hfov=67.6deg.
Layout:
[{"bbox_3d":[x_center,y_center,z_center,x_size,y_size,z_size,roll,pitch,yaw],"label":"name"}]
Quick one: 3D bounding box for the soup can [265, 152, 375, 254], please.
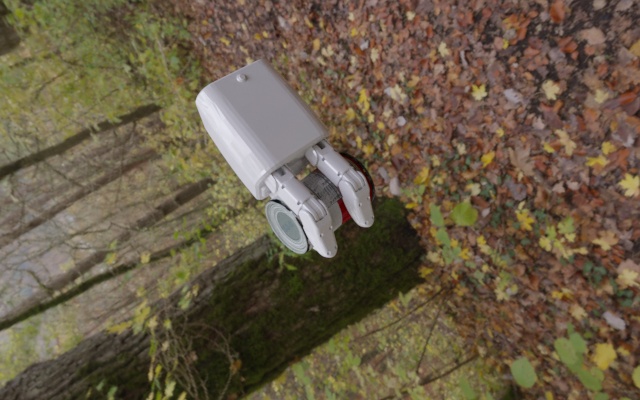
[{"bbox_3d":[0.000,0.002,0.512,0.102,0.068,0.068,-36,19,-28],"label":"soup can"}]
